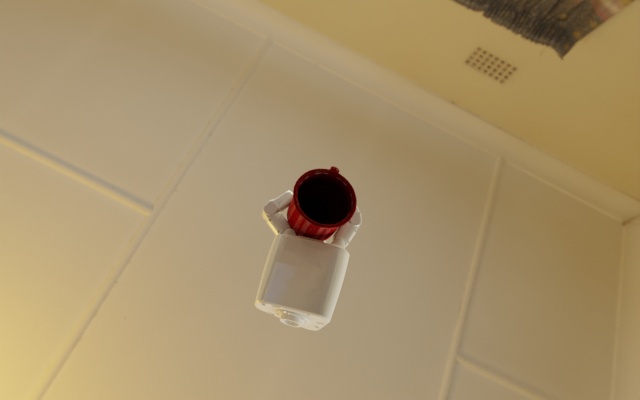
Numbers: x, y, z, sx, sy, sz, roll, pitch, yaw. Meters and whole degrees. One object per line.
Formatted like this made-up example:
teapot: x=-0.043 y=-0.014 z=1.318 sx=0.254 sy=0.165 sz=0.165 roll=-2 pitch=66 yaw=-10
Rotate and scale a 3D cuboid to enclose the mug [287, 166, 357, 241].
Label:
mug: x=0.000 y=0.001 z=0.710 sx=0.093 sy=0.117 sz=0.081 roll=22 pitch=-28 yaw=-6
